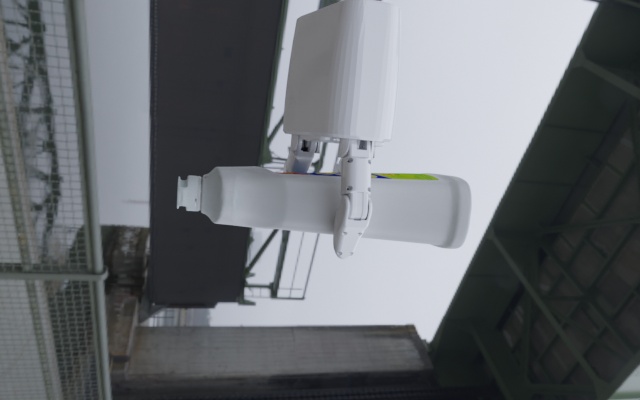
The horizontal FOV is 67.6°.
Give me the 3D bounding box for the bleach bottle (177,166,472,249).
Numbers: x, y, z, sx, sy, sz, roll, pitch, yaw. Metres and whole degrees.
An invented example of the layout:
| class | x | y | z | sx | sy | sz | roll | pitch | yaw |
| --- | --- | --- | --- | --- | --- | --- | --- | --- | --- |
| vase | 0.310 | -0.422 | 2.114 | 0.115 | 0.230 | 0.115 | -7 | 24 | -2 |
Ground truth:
| class | x | y | z | sx | sy | sz | roll | pitch | yaw |
| --- | --- | --- | --- | --- | --- | --- | --- | --- | --- |
| bleach bottle | 0.000 | 0.001 | 0.435 | 0.251 | 0.068 | 0.102 | 3 | 6 | -14 |
